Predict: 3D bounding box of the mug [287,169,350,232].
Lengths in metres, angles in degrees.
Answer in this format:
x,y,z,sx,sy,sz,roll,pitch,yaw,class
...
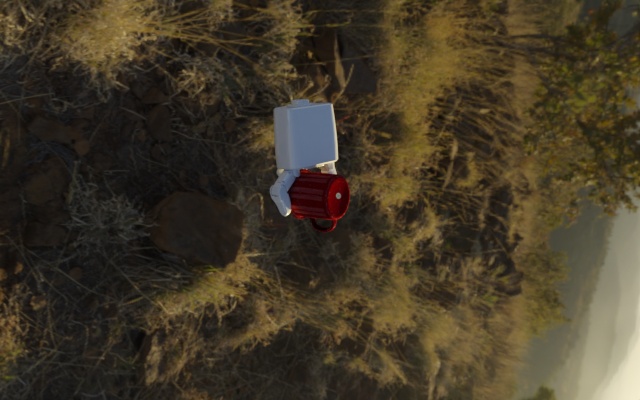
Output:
x,y,z,sx,sy,sz,roll,pitch,yaw,class
0.000,0.004,0.859,0.081,0.117,0.093,6,20,35,mug
